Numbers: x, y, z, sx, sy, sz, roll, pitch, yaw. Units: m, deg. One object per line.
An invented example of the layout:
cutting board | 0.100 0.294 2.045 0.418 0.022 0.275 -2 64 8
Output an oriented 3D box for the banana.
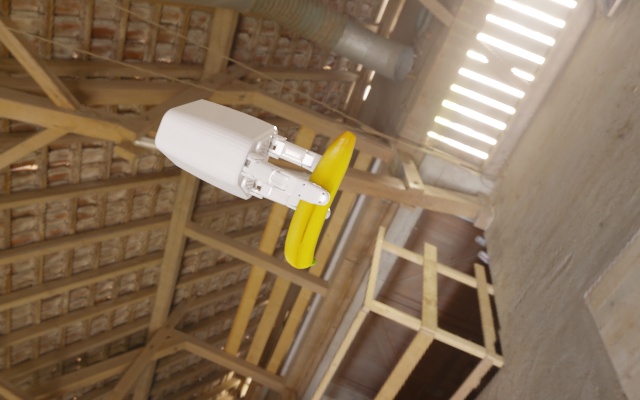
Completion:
banana | -0.007 0.012 0.560 0.037 0.198 0.069 25 32 9
